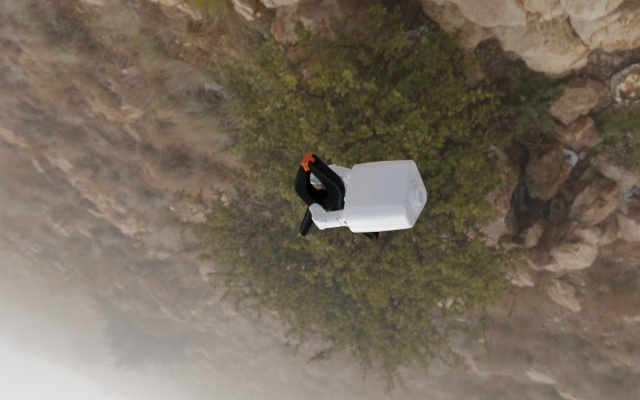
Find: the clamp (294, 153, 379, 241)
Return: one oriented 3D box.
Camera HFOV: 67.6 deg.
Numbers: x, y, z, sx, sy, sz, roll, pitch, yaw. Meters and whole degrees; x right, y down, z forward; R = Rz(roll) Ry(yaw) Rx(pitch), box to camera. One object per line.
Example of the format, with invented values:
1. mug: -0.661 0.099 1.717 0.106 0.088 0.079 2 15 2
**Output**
1. clamp: 0.000 0.003 0.876 0.164 0.036 0.210 -6 -47 30
